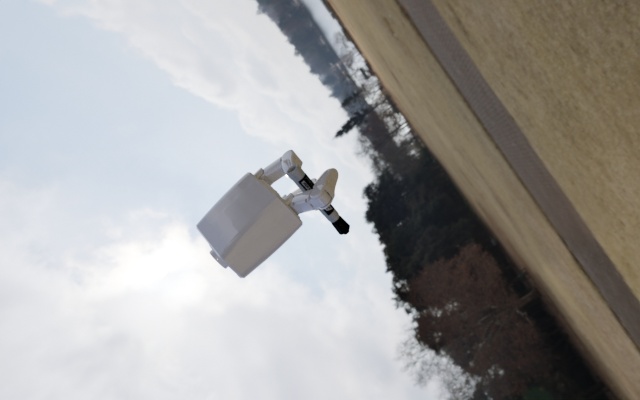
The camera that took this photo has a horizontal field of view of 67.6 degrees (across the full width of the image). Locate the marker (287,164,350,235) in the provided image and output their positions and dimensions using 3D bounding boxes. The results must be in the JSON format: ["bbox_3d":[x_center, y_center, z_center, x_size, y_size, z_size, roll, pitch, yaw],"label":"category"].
[{"bbox_3d":[0.000,0.002,0.617,0.020,0.020,0.121,0,-43,53],"label":"marker"}]
